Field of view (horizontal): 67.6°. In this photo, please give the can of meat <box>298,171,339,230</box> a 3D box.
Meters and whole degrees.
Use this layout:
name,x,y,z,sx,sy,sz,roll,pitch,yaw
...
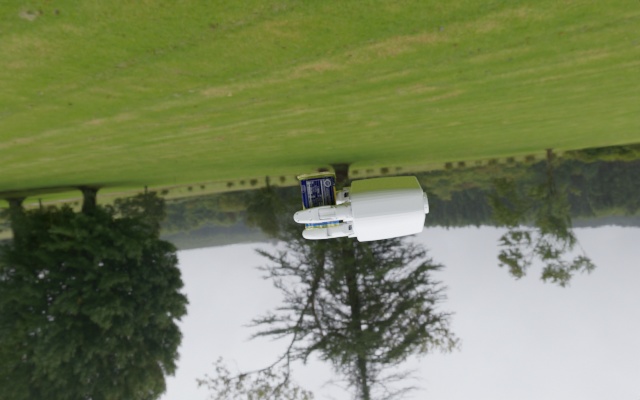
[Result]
name,x,y,z,sx,sy,sz,roll,pitch,yaw
can of meat,0.000,0.003,0.756,0.057,0.084,0.102,-7,-3,3
